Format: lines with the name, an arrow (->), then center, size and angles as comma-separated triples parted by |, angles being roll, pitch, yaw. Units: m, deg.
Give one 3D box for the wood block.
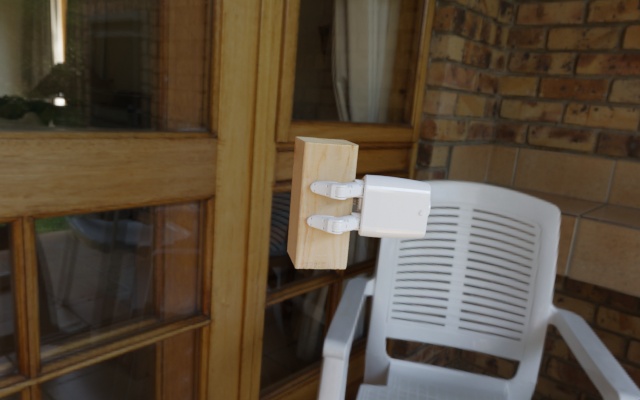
wood block -> 0.000, 0.002, 0.802 | 0.090, 0.206, 0.090 | 2, 12, -13
